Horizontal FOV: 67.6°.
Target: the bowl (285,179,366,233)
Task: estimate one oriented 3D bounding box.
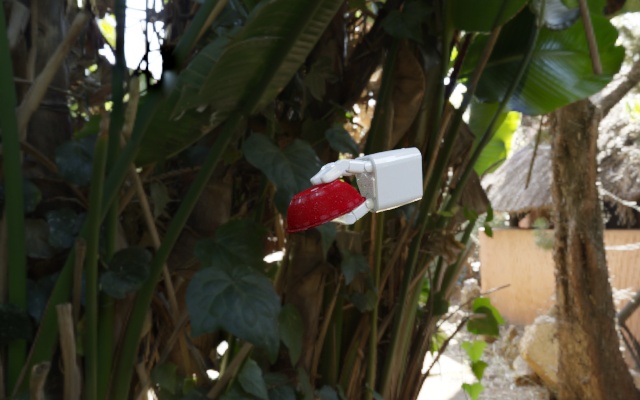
[{"bbox_3d":[-0.001,0.003,0.878,0.162,0.055,0.162,-22,7,3],"label":"bowl"}]
